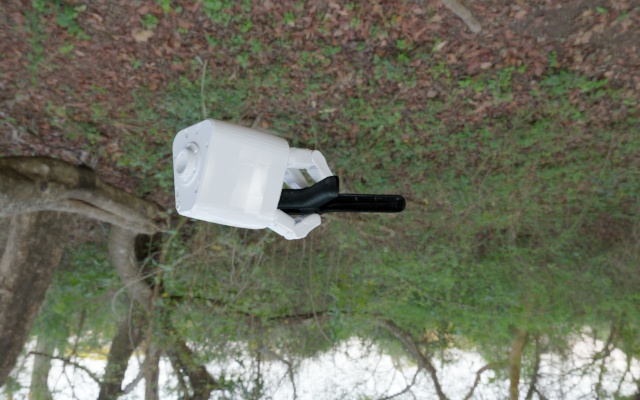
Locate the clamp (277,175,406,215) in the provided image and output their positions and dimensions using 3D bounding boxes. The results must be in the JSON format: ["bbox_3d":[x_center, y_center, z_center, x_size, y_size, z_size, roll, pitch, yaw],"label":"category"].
[{"bbox_3d":[0.000,0.003,0.658,0.164,0.036,0.210,12,-14,-43],"label":"clamp"}]
